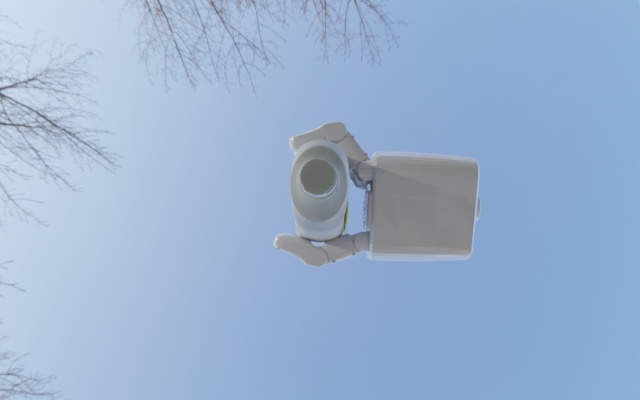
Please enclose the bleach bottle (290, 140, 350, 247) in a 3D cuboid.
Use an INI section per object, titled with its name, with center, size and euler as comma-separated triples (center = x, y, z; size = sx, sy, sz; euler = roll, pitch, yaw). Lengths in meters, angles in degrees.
[bleach bottle]
center = 0.000, 0.002, 0.496
size = 0.068, 0.102, 0.251
euler = 2, -5, 1
